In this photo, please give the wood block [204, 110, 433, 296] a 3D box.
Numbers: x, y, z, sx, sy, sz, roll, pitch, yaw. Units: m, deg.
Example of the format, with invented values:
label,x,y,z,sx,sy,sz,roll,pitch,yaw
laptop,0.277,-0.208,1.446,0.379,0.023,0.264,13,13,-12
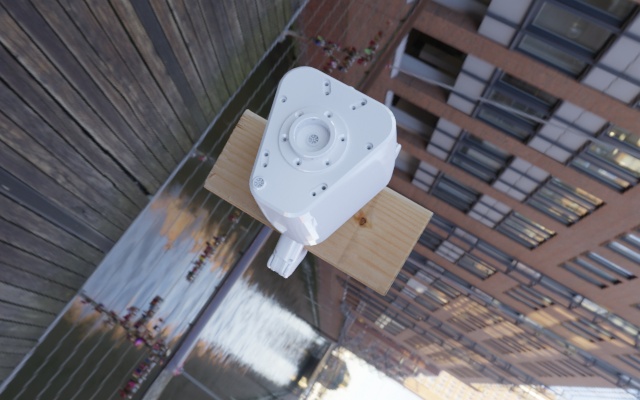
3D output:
label,x,y,z,sx,sy,sz,roll,pitch,yaw
wood block,0.000,0.002,0.491,0.206,0.091,0.090,31,2,11
